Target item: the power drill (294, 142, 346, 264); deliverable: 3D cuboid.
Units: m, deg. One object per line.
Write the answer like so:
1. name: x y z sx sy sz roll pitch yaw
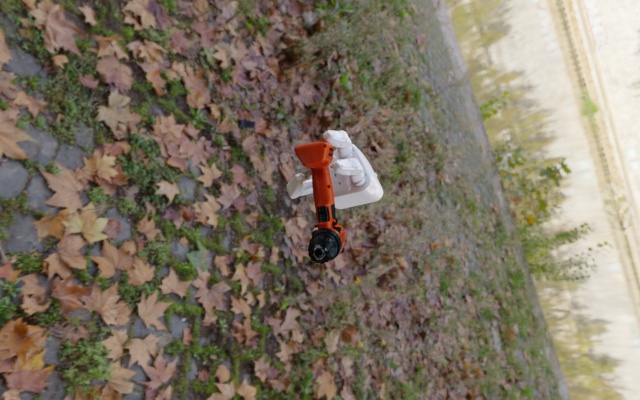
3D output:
1. power drill: 0.000 0.002 0.773 0.057 0.187 0.184 -7 3 7
